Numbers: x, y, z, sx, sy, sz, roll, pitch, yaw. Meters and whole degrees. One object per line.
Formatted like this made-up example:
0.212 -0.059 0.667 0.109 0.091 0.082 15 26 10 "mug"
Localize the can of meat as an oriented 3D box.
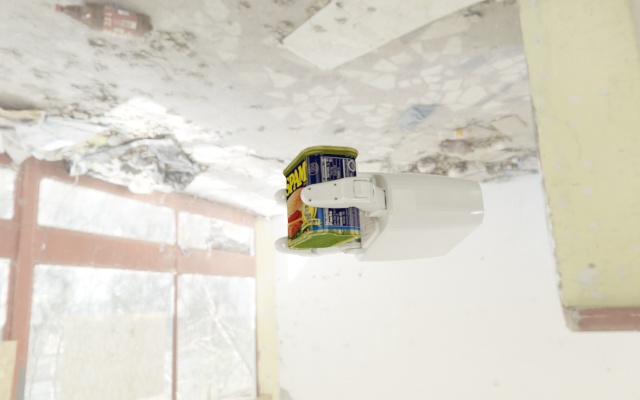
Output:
0.000 0.002 0.477 0.057 0.084 0.102 2 -14 -20 "can of meat"
